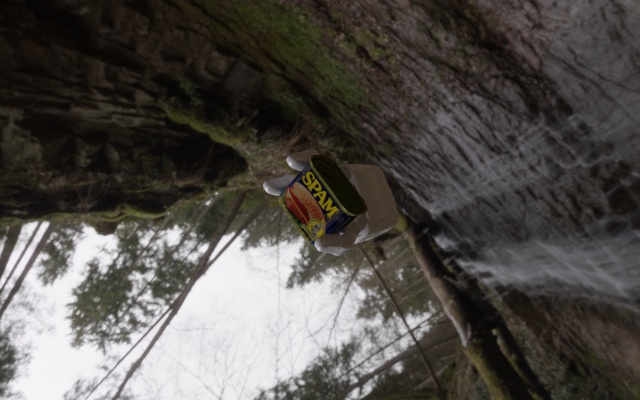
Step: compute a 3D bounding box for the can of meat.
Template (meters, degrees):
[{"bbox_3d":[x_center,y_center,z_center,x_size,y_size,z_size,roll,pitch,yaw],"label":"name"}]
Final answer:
[{"bbox_3d":[0.000,0.002,0.658,0.084,0.102,0.057,-44,-17,31],"label":"can of meat"}]
